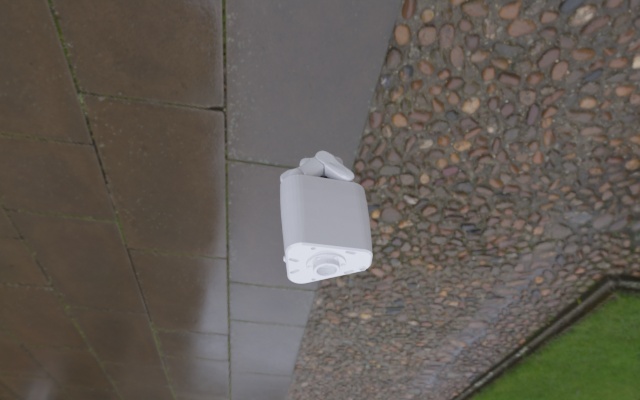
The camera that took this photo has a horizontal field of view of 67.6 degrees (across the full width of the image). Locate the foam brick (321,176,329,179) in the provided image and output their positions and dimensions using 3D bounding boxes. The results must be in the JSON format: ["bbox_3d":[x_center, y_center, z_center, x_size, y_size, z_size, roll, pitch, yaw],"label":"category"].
[{"bbox_3d":[0.000,0.002,0.695,0.053,0.051,0.078,-9,-38,-7],"label":"foam brick"}]
